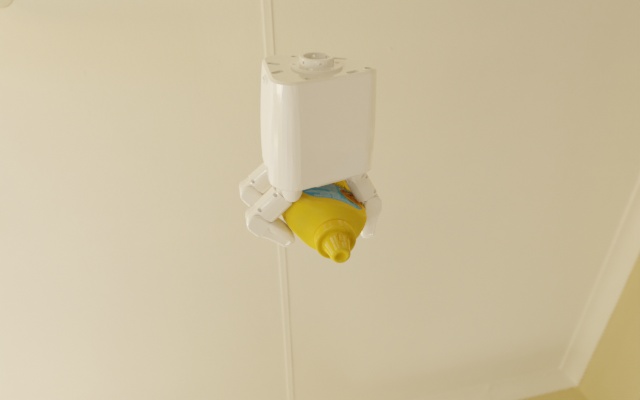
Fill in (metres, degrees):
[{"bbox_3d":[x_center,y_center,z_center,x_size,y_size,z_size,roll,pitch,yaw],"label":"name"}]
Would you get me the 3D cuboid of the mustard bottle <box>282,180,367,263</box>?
[{"bbox_3d":[0.000,0.002,0.526,0.096,0.058,0.191,17,26,-23],"label":"mustard bottle"}]
